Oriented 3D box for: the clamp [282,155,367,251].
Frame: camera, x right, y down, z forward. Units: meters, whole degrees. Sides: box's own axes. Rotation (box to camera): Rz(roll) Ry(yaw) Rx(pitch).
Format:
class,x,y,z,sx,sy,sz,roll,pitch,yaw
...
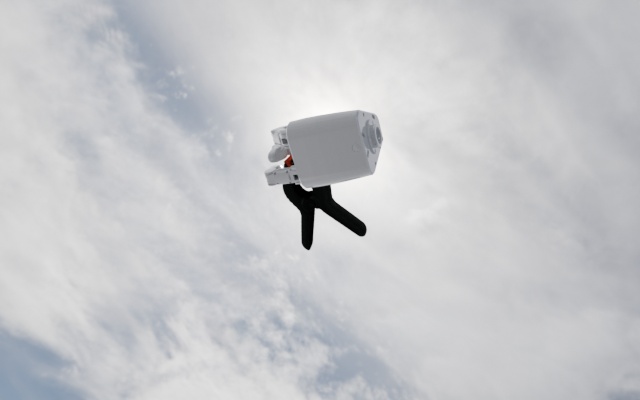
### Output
class,x,y,z,sx,sy,sz,roll,pitch,yaw
clamp,0.000,0.002,0.758,0.120,0.171,0.039,-11,27,20
